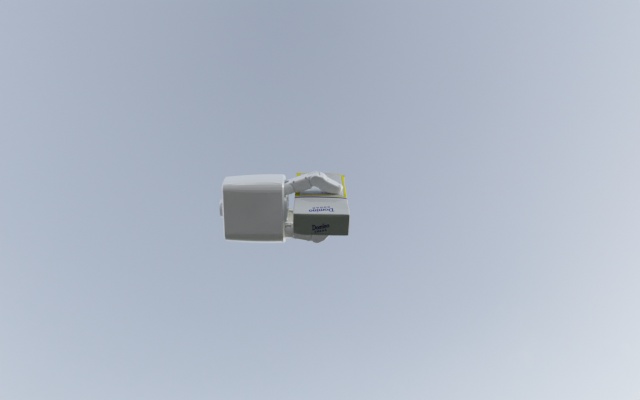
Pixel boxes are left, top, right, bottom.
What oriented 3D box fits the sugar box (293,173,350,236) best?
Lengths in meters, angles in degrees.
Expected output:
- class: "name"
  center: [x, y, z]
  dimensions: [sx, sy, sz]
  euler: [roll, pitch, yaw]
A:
- class: "sugar box"
  center: [0.000, 0.003, 0.839]
  dimensions: [0.093, 0.048, 0.176]
  euler: [2, 27, -1]
